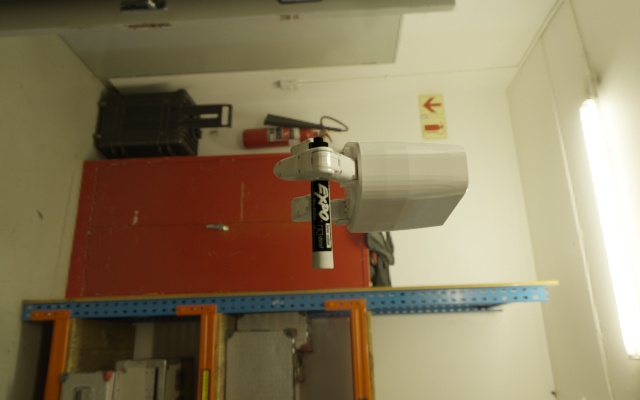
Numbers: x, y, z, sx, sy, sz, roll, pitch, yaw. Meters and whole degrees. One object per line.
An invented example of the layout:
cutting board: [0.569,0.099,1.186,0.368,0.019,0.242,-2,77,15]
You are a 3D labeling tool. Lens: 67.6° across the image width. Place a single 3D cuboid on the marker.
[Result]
marker: [0.000,0.001,0.435,0.020,0.121,0.020,-2,-9,0]
